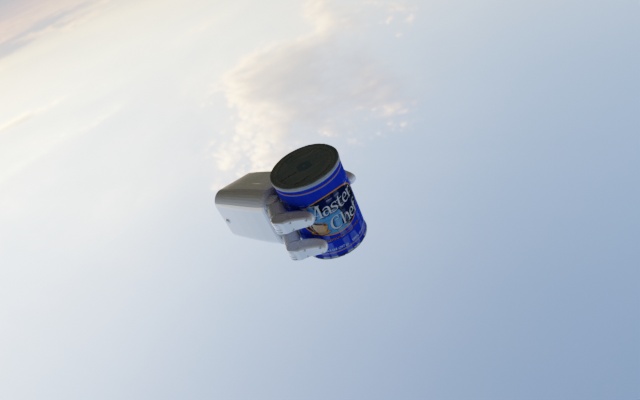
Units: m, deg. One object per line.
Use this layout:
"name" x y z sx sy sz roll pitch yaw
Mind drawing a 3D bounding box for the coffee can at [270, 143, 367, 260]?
"coffee can" 0.000 0.002 0.703 0.103 0.140 0.102 -16 36 12
